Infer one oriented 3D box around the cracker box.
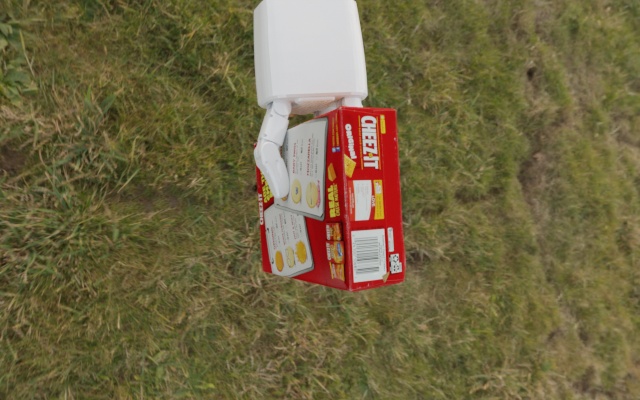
[{"bbox_3d":[0.000,0.002,0.518,0.072,0.164,0.214,-3,-1,-28],"label":"cracker box"}]
